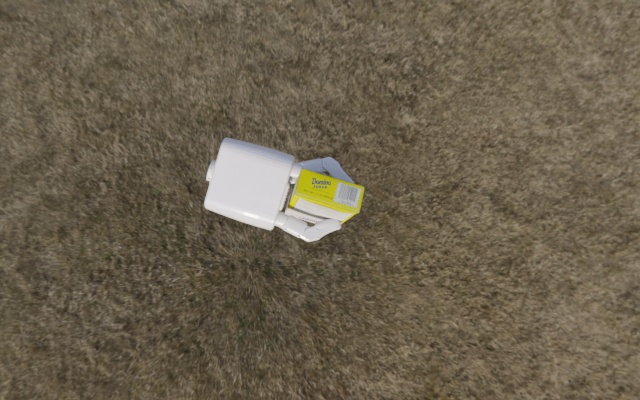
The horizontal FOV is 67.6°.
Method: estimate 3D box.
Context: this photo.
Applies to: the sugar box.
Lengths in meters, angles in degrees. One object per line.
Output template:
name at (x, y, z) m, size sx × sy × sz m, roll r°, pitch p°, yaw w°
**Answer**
sugar box at (0.000, 0.002, 0.728) m, size 0.093 × 0.048 × 0.176 m, roll 17°, pitch -10°, yaw -6°
